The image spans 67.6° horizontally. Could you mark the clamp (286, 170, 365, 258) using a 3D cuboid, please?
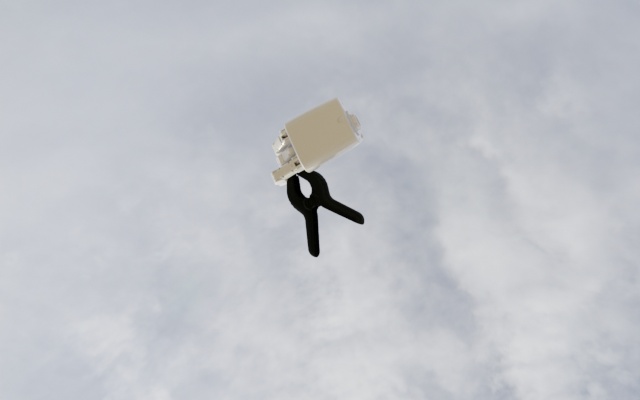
[{"bbox_3d":[0.000,0.003,0.850,0.120,0.171,0.039,-27,-7,16],"label":"clamp"}]
